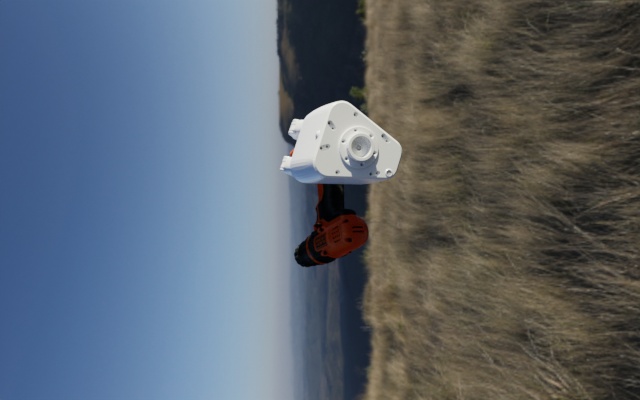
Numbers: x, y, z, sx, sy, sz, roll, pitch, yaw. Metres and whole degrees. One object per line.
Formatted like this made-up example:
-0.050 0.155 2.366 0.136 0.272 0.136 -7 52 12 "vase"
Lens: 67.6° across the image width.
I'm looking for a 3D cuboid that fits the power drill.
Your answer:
0.000 0.002 0.732 0.057 0.187 0.184 -2 -17 -31 "power drill"
